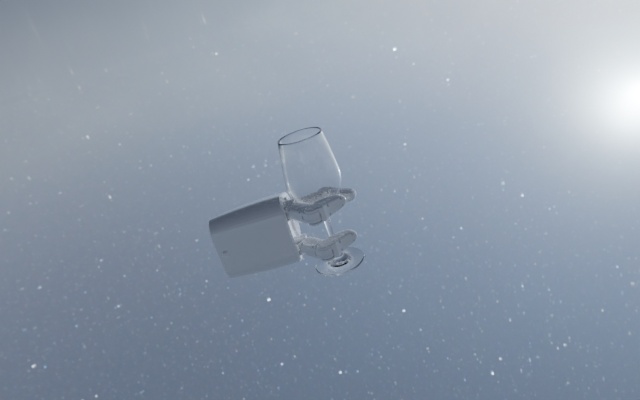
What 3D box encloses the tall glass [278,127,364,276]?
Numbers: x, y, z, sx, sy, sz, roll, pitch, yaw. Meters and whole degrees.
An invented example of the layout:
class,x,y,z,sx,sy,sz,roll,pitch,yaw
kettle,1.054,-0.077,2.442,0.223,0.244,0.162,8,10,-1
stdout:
class,x,y,z,sx,sy,sz,roll,pitch,yaw
tall glass,0.000,0.003,0.668,0.079,0.201,0.079,-15,22,6
